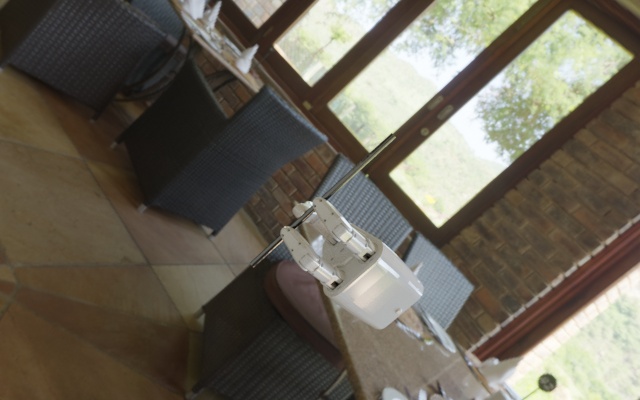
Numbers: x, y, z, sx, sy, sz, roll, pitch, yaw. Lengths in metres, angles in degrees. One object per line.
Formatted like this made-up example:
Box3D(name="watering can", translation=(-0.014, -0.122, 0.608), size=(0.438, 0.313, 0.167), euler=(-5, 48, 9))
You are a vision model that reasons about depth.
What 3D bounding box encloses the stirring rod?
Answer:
Box3D(name="stirring rod", translation=(0.000, 0.002, 0.591), size=(0.239, 0.011, 0.011), euler=(-43, -9, 9))
